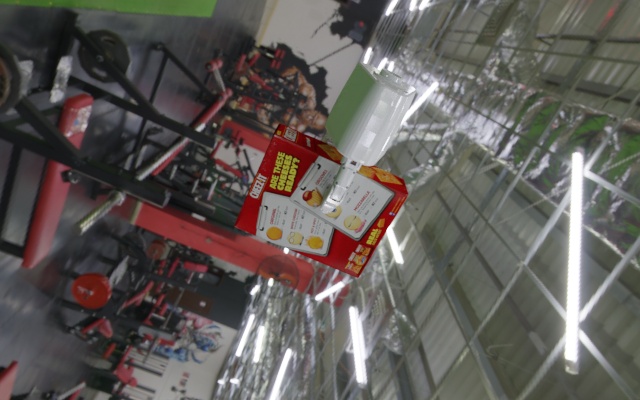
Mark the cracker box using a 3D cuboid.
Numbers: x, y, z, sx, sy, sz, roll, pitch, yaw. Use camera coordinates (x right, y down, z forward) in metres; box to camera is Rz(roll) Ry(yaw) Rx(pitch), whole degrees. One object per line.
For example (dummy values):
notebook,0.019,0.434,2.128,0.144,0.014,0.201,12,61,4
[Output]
cracker box,0.000,0.003,0.733,0.214,0.164,0.072,24,24,-8
